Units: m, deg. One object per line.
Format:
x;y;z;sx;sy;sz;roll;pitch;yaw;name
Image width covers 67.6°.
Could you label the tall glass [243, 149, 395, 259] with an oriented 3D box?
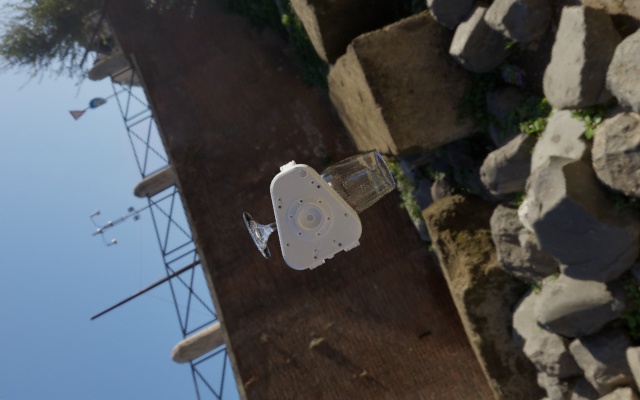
-0.001;0.002;0.656;0.201;0.079;0.079;-28;0;0;tall glass
